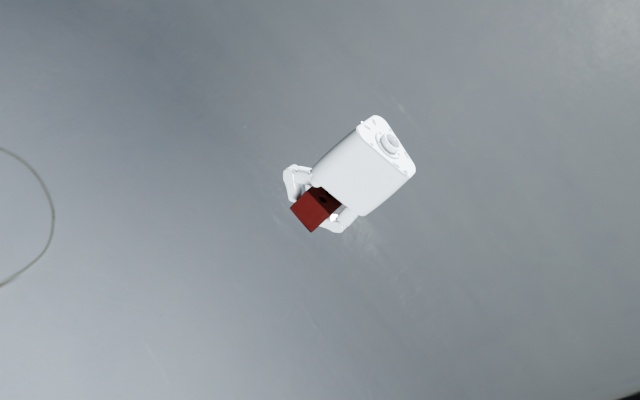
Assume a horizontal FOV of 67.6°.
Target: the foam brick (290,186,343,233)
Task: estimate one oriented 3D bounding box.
[{"bbox_3d":[0.000,0.003,0.750,0.051,0.053,0.078,-44,-2,38],"label":"foam brick"}]
